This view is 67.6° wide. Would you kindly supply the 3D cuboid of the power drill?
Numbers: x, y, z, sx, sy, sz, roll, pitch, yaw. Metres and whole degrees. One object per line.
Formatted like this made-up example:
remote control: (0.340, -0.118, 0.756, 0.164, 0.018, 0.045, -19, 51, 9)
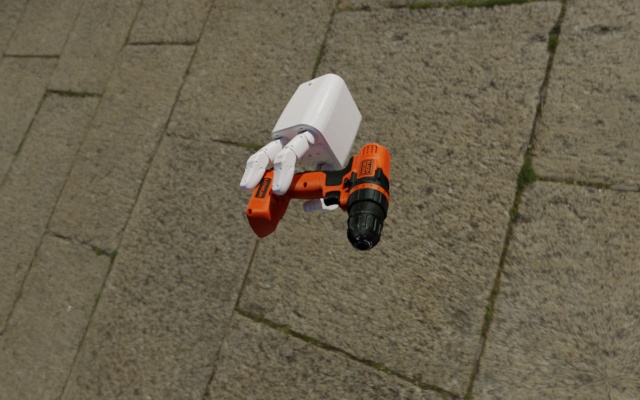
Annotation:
power drill: (0.000, 0.002, 0.634, 0.187, 0.057, 0.184, -7, 37, 19)
